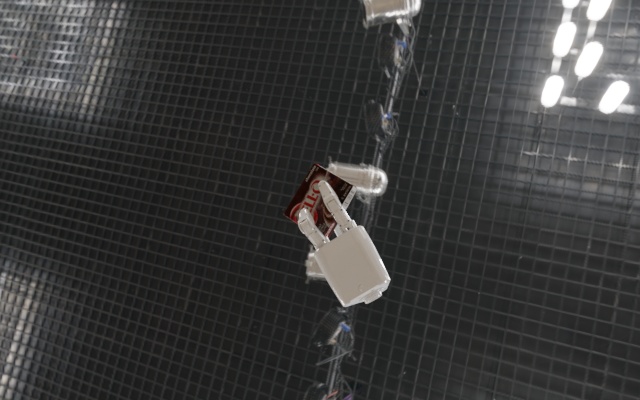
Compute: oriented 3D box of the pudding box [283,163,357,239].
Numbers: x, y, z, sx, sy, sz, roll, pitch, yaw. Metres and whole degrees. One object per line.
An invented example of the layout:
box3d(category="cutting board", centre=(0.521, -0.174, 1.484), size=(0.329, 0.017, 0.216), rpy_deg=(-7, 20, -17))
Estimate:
box3d(category="pudding box", centre=(0.000, 0.003, 0.860), size=(0.090, 0.113, 0.039), rpy_deg=(31, 0, 22))
